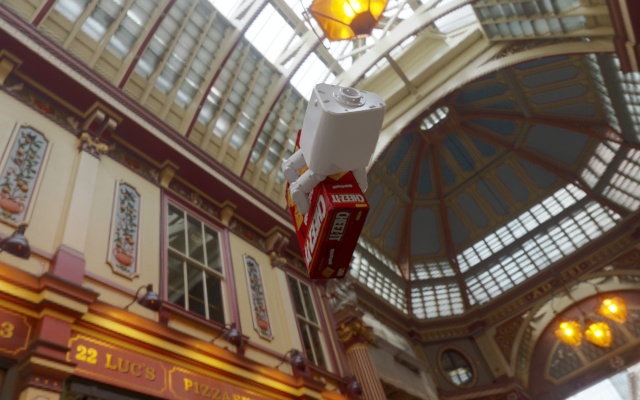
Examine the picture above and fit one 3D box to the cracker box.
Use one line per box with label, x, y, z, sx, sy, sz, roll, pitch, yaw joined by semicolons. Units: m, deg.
cracker box;0.000;0.003;0.822;0.072;0.164;0.213;0;41;-19
